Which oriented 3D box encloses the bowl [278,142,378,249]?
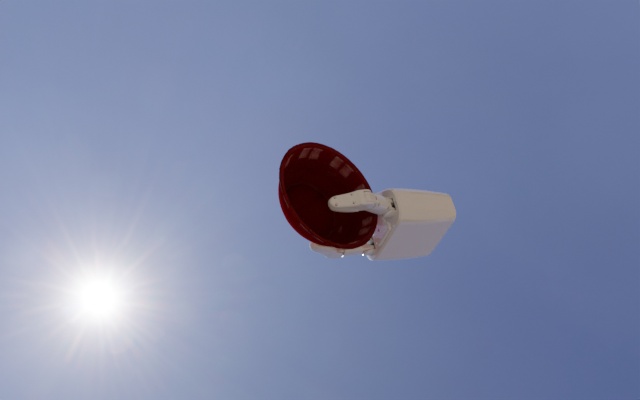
[{"bbox_3d":[-0.001,0.002,0.653,0.162,0.162,0.055,0,-28,-41],"label":"bowl"}]
